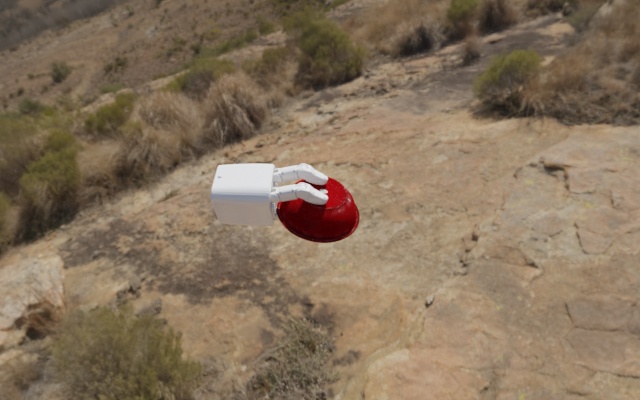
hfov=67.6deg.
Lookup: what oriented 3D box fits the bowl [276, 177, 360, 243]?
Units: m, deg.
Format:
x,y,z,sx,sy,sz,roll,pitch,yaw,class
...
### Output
x,y,z,sx,sy,sz,roll,pitch,yaw,class
0.001,0.003,0.898,0.162,0.055,0.162,7,42,-6,bowl
